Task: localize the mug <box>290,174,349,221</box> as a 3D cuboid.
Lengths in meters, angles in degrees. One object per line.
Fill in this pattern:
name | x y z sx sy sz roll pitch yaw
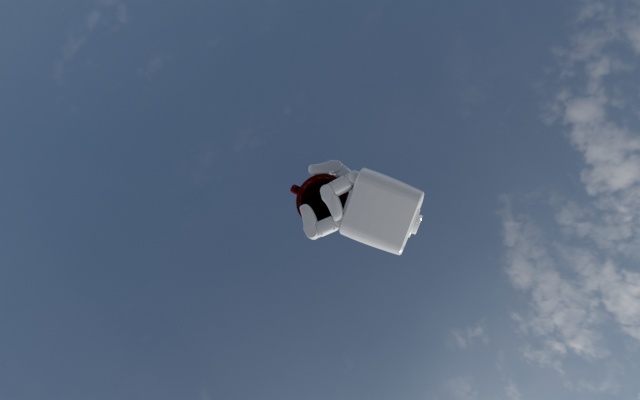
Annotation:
mug | -0.001 0.002 0.852 0.117 0.093 0.081 22 -6 14
